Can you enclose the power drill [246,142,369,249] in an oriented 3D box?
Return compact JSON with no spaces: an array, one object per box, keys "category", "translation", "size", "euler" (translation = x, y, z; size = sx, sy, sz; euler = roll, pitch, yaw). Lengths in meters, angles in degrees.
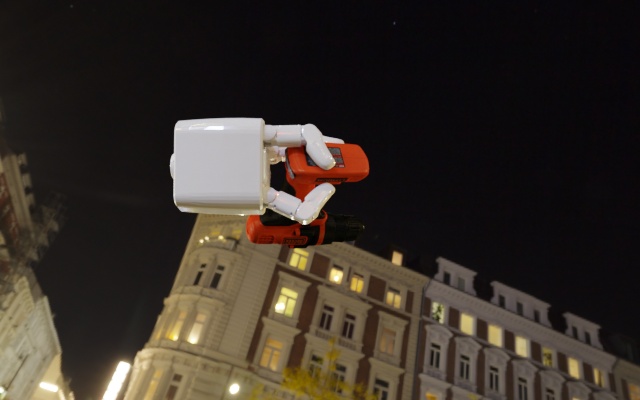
[{"category":"power drill","translation":[0.000,0.002,0.670],"size":[0.184,0.057,0.188],"euler":[0,-38,-22]}]
